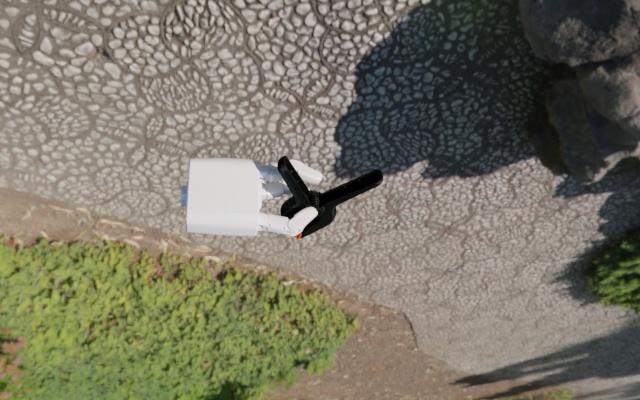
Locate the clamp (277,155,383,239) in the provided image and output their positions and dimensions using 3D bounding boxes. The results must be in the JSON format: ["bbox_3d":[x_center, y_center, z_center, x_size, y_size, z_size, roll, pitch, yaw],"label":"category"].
[{"bbox_3d":[0.000,0.004,0.777,0.164,0.036,0.210,4,-34,-11],"label":"clamp"}]
